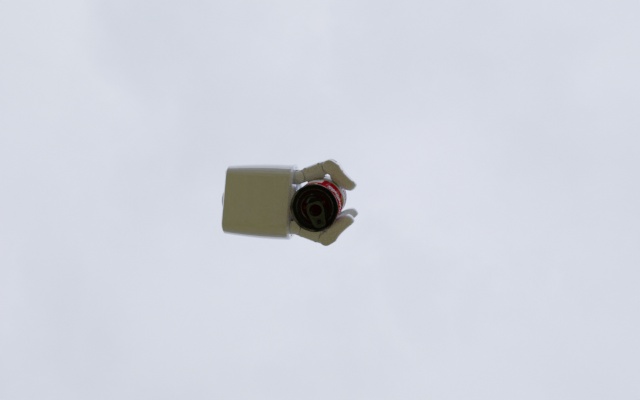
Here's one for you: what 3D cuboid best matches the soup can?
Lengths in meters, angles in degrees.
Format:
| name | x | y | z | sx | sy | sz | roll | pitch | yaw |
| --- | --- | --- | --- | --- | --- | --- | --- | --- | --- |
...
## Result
| name | x | y | z | sx | sy | sz | roll | pitch | yaw |
| --- | --- | --- | --- | --- | --- | --- | --- | --- | --- |
| soup can | 0.001 | 0.002 | 0.705 | 0.068 | 0.068 | 0.102 | 0 | 10 | 11 |
